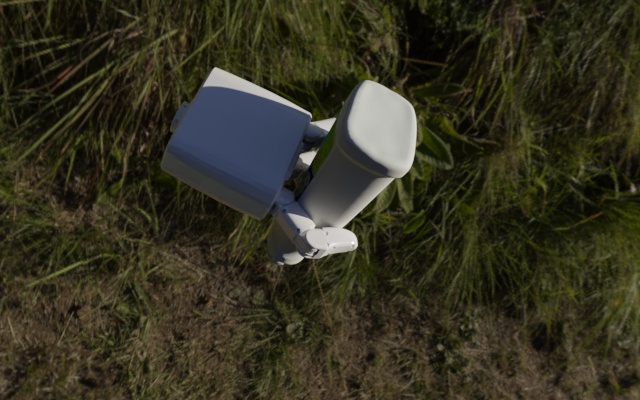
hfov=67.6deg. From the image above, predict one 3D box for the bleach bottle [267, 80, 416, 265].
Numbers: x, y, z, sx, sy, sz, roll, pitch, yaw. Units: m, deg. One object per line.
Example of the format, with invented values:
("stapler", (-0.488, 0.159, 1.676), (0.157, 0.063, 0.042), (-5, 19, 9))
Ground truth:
("bleach bottle", (0.000, 0.002, 0.486), (0.068, 0.102, 0.251), (26, -44, -11))
